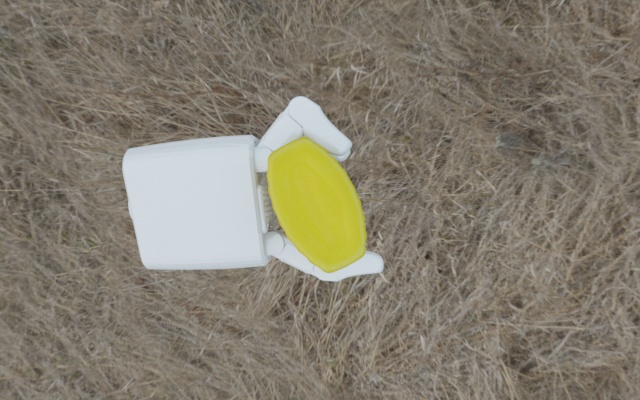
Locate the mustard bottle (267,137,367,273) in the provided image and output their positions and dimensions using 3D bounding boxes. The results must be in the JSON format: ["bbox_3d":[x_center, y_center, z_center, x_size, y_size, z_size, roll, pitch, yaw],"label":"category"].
[{"bbox_3d":[0.000,0.001,0.418,0.058,0.096,0.191,-28,0,2],"label":"mustard bottle"}]
